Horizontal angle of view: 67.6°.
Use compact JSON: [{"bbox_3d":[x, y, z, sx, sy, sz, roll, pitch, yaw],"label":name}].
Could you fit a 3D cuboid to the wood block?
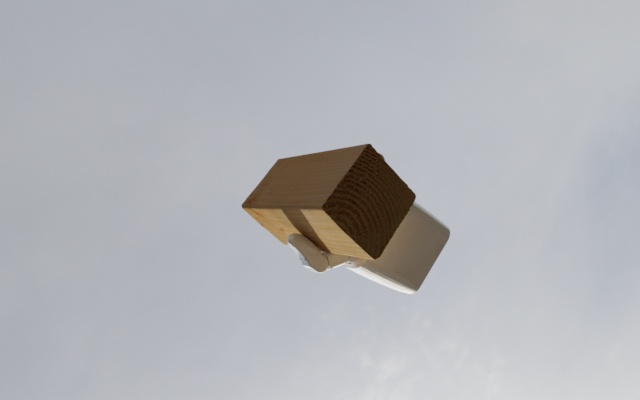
[{"bbox_3d":[0.000,0.002,0.577,0.090,0.090,0.206,44,-22,-23],"label":"wood block"}]
